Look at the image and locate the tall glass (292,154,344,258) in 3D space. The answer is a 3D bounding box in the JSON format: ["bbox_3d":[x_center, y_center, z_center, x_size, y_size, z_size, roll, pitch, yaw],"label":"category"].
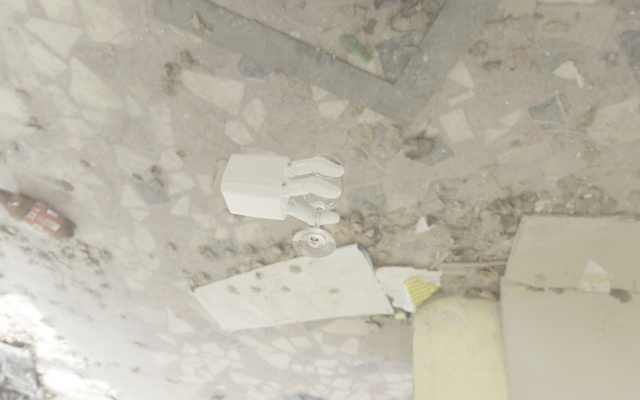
[{"bbox_3d":[0.000,0.003,0.860,0.079,0.079,0.200,0,44,10],"label":"tall glass"}]
